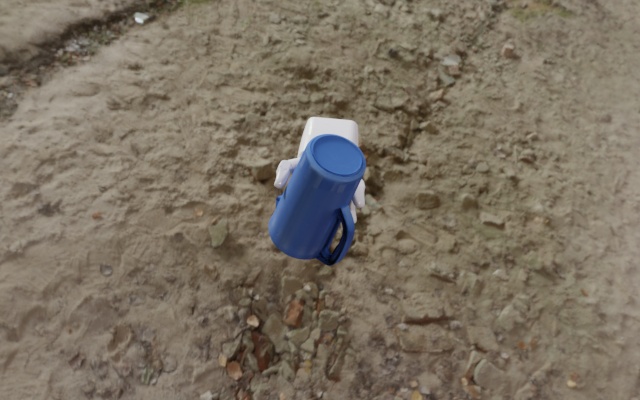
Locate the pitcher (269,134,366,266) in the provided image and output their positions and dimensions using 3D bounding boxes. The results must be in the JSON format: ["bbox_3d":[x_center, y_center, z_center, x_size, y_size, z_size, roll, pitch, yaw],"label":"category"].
[{"bbox_3d":[0.000,0.003,0.878,0.149,0.145,0.243,17,-40,-8],"label":"pitcher"}]
